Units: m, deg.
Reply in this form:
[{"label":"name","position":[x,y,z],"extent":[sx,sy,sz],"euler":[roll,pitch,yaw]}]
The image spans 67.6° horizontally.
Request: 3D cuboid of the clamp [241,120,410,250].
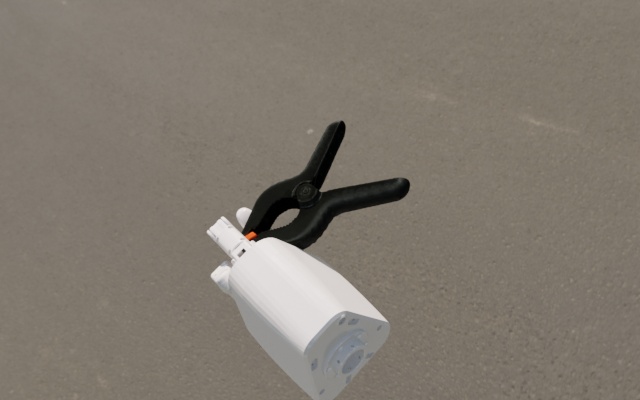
[{"label":"clamp","position":[0.000,0.001,0.471],"extent":[0.120,0.171,0.039],"euler":[36,-13,38]}]
